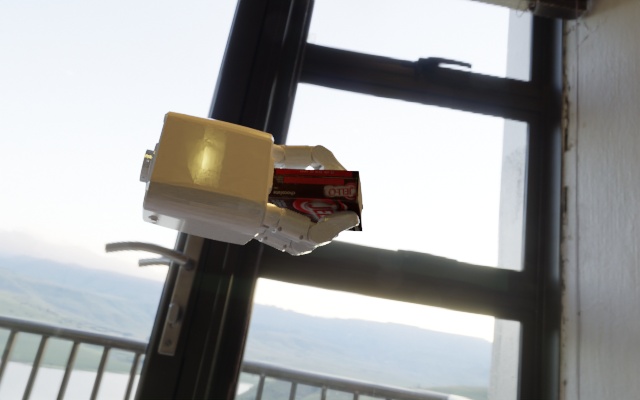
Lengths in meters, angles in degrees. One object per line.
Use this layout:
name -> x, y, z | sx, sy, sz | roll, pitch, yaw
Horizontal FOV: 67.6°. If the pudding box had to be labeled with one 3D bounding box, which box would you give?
pudding box -> 0.000, 0.002, 0.513 | 0.090, 0.039, 0.113 | 3, -16, 9
